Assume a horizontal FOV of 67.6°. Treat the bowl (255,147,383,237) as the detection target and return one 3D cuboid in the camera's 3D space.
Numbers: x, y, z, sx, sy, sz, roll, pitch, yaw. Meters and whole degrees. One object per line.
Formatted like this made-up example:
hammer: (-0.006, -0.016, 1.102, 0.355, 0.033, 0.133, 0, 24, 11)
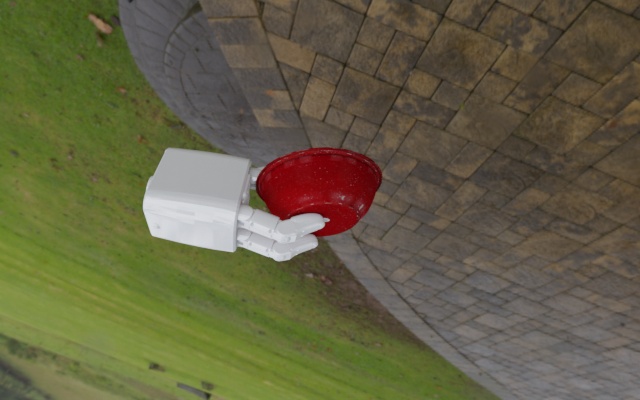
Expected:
bowl: (0.001, 0.002, 0.596, 0.162, 0.055, 0.162, -4, -29, -2)
